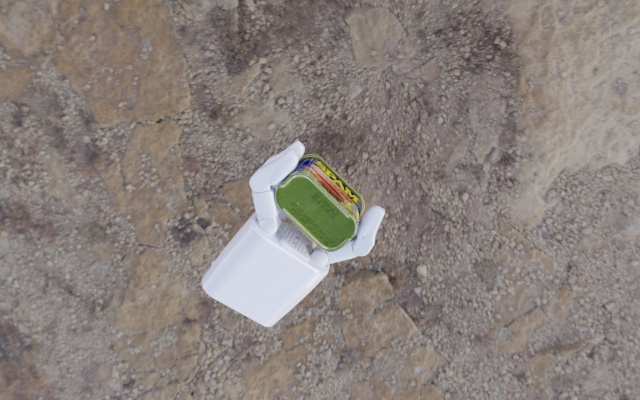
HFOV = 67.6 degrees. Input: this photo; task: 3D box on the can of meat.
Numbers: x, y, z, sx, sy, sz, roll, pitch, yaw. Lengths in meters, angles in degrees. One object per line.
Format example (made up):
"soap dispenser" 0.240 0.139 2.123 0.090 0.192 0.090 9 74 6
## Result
"can of meat" 0.000 0.002 0.547 0.057 0.102 0.084 -44 6 18
